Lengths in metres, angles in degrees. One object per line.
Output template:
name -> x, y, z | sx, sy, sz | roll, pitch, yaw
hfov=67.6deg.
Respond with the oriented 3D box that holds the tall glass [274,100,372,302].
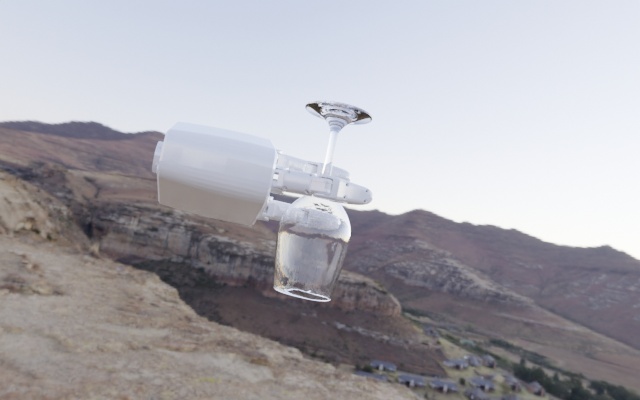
tall glass -> 0.000, 0.001, 0.509 | 0.079, 0.201, 0.079 | 11, -5, 1
